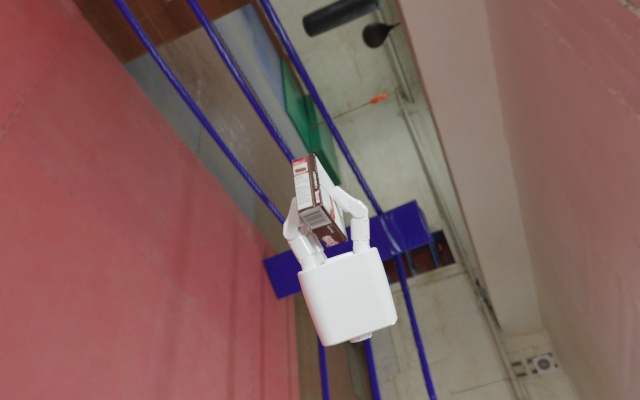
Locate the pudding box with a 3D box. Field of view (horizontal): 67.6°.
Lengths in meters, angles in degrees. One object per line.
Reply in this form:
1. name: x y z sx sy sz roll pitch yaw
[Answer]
1. pudding box: 0.000 0.002 0.677 0.039 0.090 0.114 -17 -34 12
